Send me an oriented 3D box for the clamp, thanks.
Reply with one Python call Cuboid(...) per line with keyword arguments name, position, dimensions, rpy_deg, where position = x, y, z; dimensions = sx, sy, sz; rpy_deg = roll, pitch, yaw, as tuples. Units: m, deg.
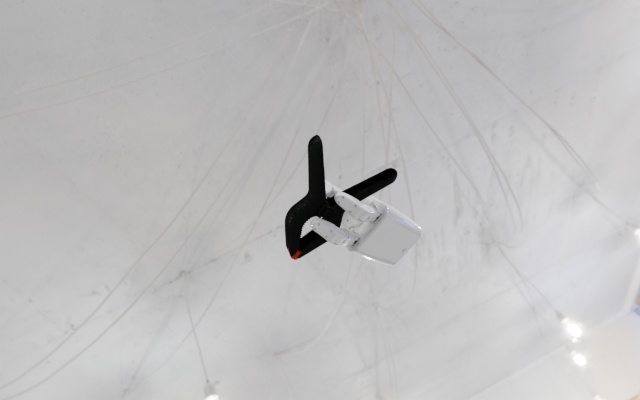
Cuboid(name="clamp", position=(0.000, 0.002, 0.732), dimensions=(0.164, 0.210, 0.036), rpy_deg=(27, 21, -35))
